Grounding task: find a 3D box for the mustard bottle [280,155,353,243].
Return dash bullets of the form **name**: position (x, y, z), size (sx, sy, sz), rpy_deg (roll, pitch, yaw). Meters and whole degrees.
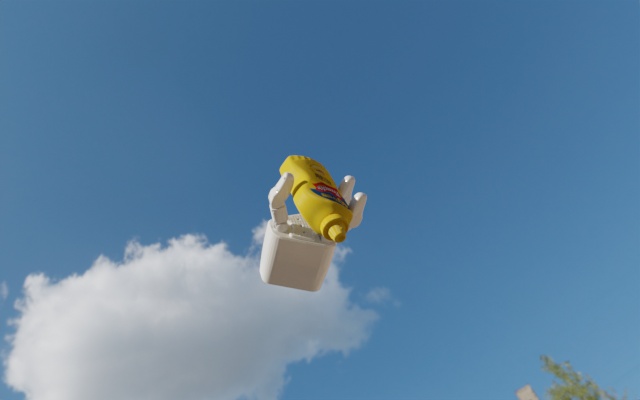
- **mustard bottle**: position (0.000, 0.002, 0.749), size (0.096, 0.058, 0.191), rpy_deg (27, 21, -32)
